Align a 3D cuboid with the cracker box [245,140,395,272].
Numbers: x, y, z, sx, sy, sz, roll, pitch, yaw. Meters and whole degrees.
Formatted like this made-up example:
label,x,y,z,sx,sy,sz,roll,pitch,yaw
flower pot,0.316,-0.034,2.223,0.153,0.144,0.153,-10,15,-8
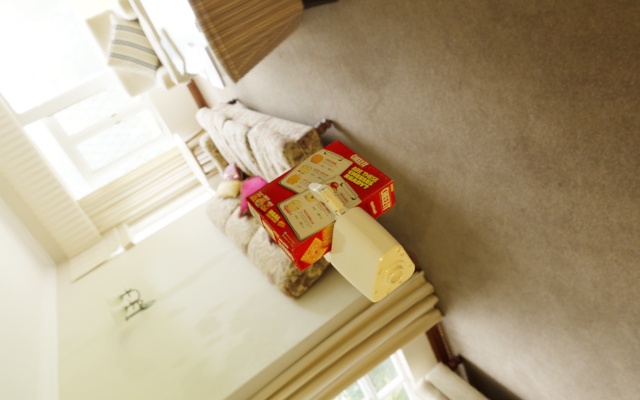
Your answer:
label,x,y,z,sx,sy,sz,roll,pitch,yaw
cracker box,0.000,0.003,0.854,0.213,0.072,0.164,-33,49,-17
